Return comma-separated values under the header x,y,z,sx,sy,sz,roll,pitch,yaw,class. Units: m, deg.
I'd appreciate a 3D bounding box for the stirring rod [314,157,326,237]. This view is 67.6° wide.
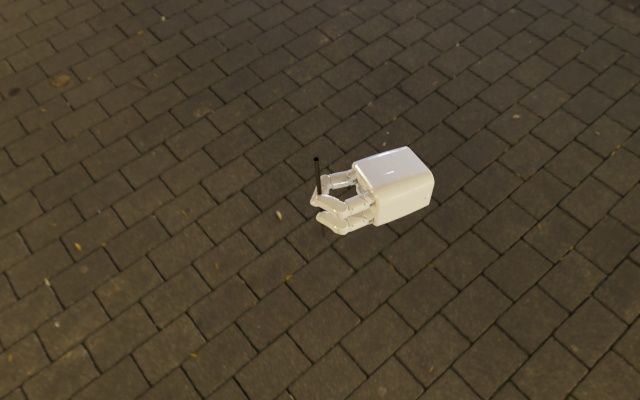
x,y,z,sx,sy,sz,roll,pitch,yaw,class
0.000,0.003,0.812,0.011,0.011,0.240,0,-32,4,stirring rod
